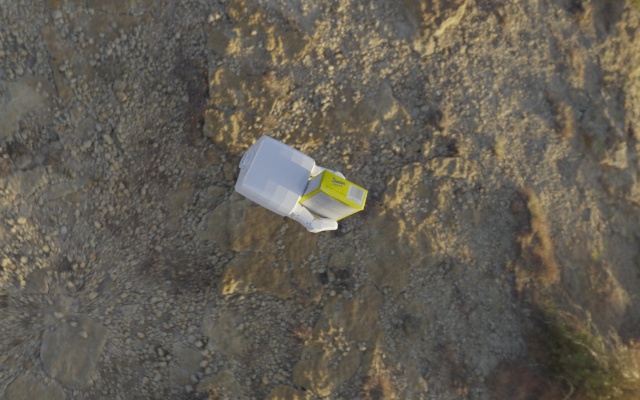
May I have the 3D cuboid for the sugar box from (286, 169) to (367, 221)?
[{"bbox_3d":[0.000,0.002,0.897,0.093,0.048,0.176,27,-24,-21],"label":"sugar box"}]
